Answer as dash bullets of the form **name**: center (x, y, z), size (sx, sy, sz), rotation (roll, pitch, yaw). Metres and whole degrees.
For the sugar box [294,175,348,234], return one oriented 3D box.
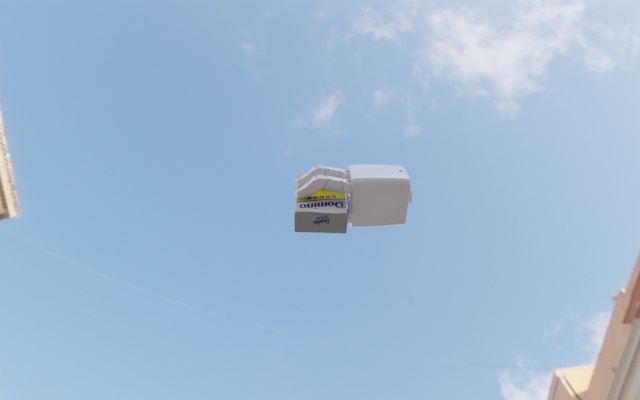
- **sugar box**: center (0.000, 0.002, 0.893), size (0.093, 0.048, 0.176), rotation (2, 22, -2)
